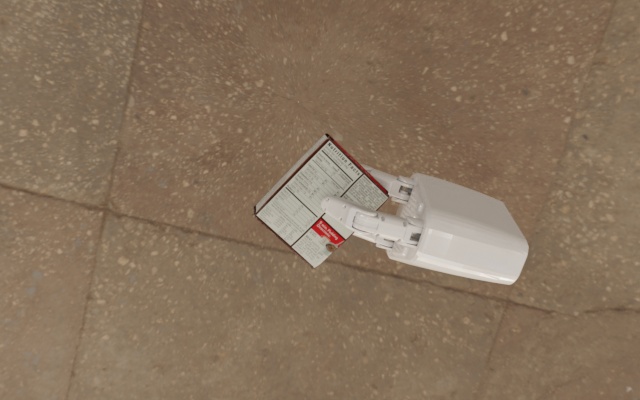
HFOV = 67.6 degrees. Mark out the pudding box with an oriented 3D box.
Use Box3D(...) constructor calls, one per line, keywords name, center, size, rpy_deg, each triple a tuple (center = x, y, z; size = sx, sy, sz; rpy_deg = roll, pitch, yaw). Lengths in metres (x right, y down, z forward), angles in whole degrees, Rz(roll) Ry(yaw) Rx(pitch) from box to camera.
Box3D(name="pudding box", center=(0.000, 0.002, 0.491), size=(0.090, 0.113, 0.039), rpy_deg=(44, 6, -12))
